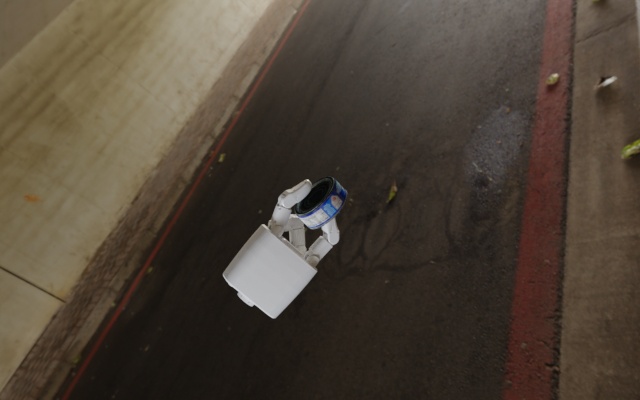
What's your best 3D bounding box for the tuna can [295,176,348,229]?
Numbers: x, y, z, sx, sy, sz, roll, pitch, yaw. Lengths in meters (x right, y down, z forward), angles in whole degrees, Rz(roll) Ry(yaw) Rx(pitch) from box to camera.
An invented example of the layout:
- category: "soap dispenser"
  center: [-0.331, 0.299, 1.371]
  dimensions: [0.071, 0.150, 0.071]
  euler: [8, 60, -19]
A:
- category: "tuna can"
  center: [0.000, 0.002, 0.763]
  dimensions: [0.034, 0.086, 0.086]
  euler: [46, -23, -24]
